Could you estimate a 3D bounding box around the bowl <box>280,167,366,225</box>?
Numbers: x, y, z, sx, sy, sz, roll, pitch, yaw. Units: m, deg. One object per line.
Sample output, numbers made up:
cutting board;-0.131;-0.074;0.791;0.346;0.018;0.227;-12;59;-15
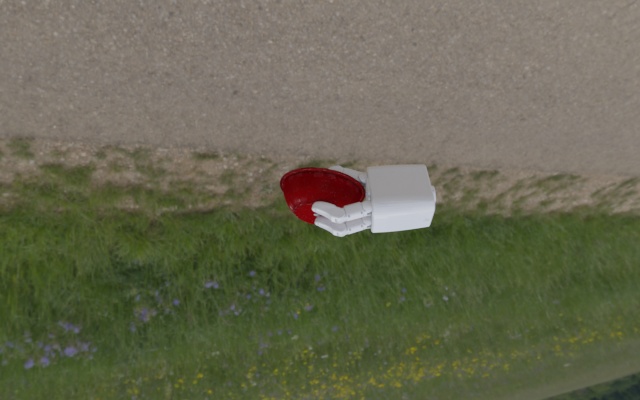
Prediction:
bowl;-0.001;0.003;0.877;0.162;0.055;0.162;8;-26;4
